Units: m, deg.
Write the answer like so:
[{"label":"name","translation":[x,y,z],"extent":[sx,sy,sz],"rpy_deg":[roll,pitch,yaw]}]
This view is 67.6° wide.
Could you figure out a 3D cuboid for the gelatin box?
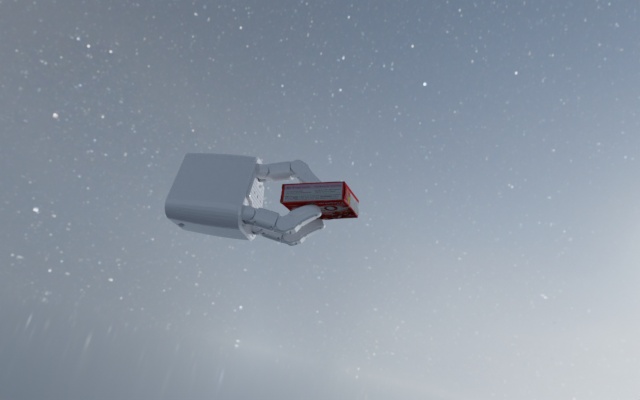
[{"label":"gelatin box","translation":[0.000,0.002,0.641],"extent":[0.089,0.030,0.073],"rpy_deg":[-3,-21,18]}]
